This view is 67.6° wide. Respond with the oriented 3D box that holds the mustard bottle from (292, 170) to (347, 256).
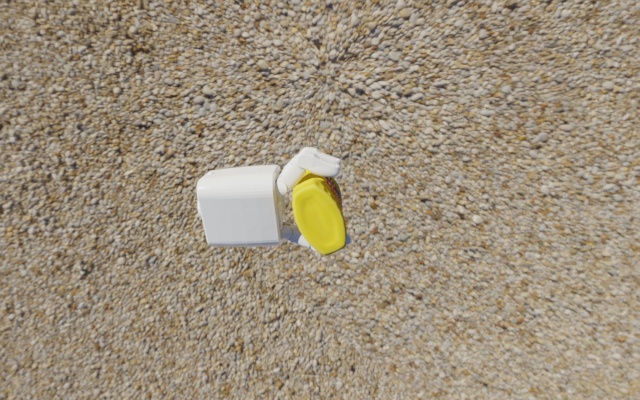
[{"bbox_3d":[0.000,0.002,0.680,0.058,0.096,0.191,-27,13,7],"label":"mustard bottle"}]
